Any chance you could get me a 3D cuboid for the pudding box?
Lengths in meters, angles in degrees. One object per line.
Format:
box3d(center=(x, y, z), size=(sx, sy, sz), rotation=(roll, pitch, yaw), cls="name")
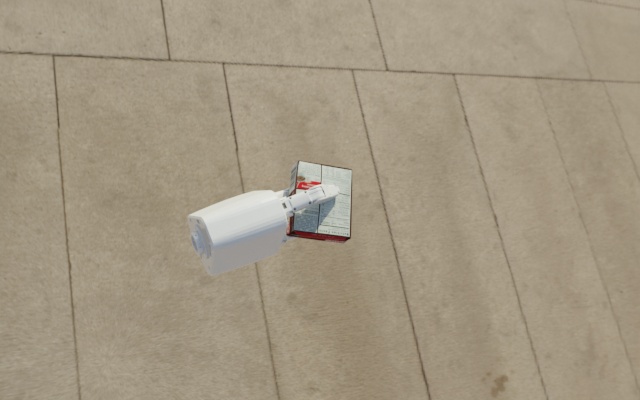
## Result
box3d(center=(0.000, 0.002, 0.705), size=(0.090, 0.113, 0.039), rotation=(9, -18, -16), cls="pudding box")
